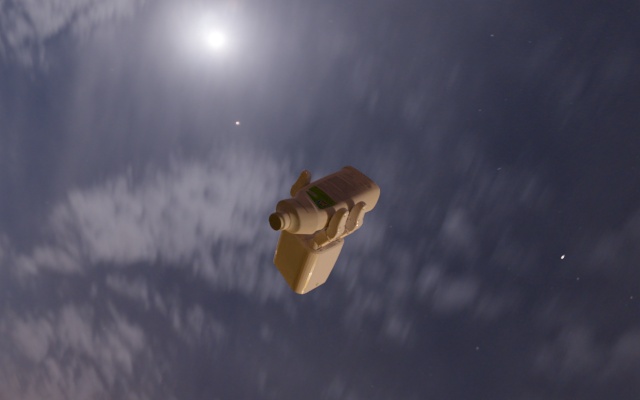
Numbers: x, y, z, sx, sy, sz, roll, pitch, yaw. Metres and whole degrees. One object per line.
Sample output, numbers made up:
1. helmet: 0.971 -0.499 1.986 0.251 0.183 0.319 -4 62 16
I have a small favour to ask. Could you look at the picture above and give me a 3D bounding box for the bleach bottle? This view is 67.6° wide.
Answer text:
1. bleach bottle: 0.000 0.003 0.858 0.102 0.068 0.251 36 33 27
